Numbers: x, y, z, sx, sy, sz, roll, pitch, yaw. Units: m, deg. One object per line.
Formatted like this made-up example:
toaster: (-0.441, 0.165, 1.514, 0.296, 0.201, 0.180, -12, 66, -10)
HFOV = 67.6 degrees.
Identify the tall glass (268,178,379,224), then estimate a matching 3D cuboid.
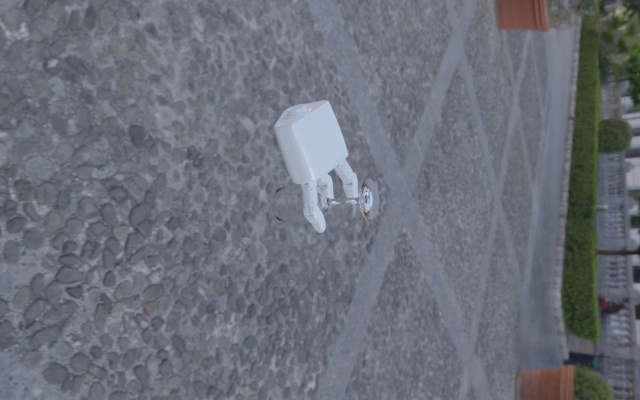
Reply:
tall glass: (0.001, 0.003, 0.877, 0.201, 0.079, 0.079, -4, -2, 31)
